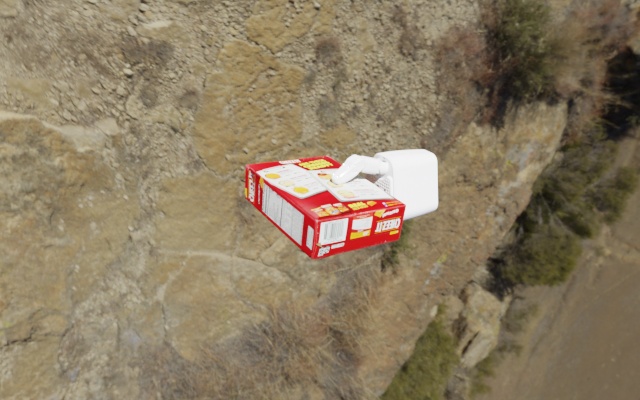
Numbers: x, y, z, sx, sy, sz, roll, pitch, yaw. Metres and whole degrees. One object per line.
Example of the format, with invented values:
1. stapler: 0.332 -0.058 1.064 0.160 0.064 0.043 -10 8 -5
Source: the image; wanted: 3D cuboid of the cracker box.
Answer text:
1. cracker box: 0.000 0.002 0.752 0.164 0.072 0.213 -9 29 -33
